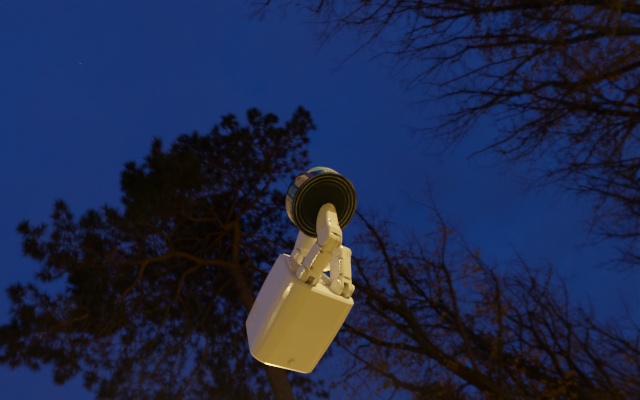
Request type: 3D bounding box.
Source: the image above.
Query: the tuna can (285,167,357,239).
[{"bbox_3d":[0.000,0.002,0.595,0.086,0.086,0.033,0,20,-24],"label":"tuna can"}]
